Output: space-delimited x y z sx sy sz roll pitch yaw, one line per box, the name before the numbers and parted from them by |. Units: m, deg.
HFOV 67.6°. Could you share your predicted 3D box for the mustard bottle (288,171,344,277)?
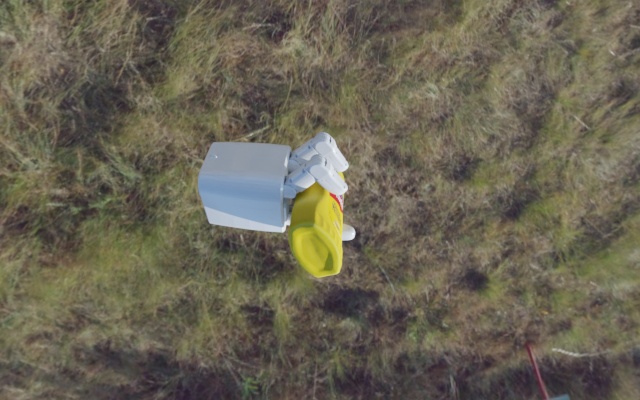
mustard bottle | 0.000 0.002 0.637 0.058 0.096 0.191 -14 37 16
